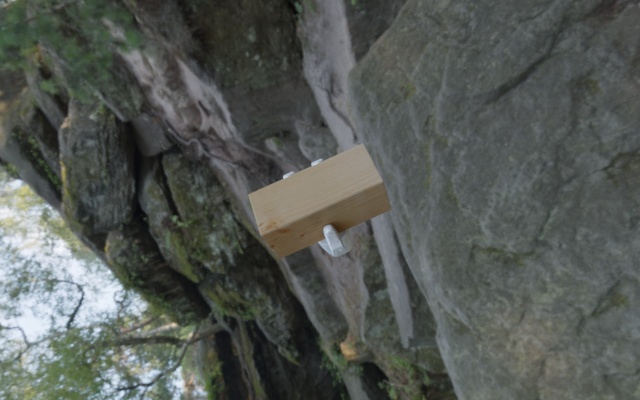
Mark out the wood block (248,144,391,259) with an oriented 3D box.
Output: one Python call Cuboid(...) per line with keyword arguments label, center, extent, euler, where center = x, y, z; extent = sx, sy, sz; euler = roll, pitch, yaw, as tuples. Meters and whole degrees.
Cuboid(label="wood block", center=(0.000, 0.003, 0.786), extent=(0.206, 0.090, 0.090), euler=(-24, -36, 2))
